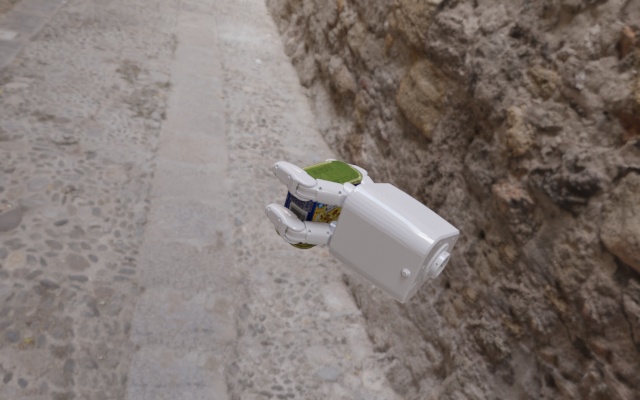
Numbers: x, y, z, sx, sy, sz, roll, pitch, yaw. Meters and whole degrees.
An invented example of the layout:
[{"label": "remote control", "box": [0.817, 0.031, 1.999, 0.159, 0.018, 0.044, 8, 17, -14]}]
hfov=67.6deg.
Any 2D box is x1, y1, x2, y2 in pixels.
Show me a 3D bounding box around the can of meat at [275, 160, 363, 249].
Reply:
[{"label": "can of meat", "box": [0.000, 0.002, 0.596, 0.057, 0.084, 0.102, 37, 36, 28]}]
